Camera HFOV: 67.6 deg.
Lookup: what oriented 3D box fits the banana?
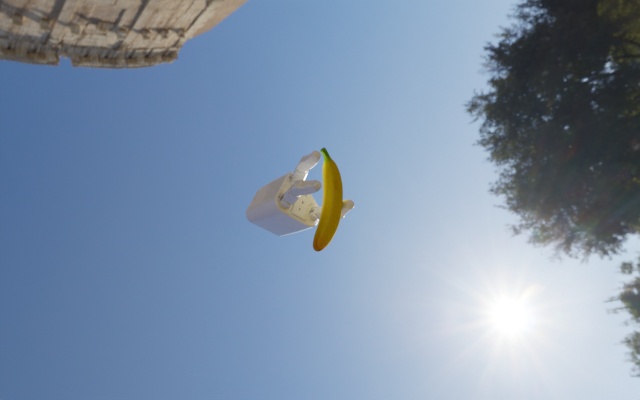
[{"bbox_3d":[0.013,0.005,0.879,0.037,0.197,0.070,-17,-29,39],"label":"banana"}]
